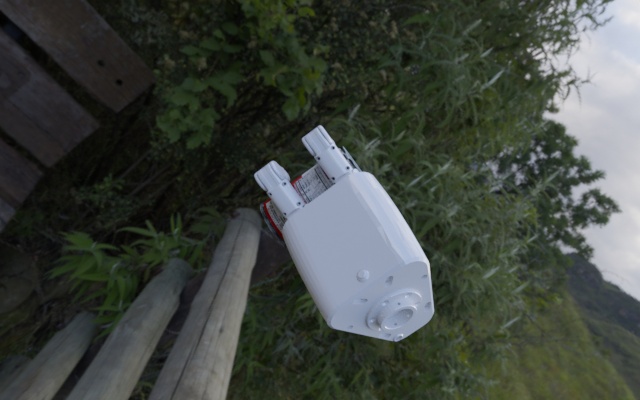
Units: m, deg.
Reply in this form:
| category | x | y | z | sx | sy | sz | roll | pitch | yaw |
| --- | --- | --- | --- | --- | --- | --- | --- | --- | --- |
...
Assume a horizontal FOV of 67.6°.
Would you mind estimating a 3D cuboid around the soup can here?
| category | x | y | z | sx | sy | sz | roll | pitch | yaw |
| --- | --- | --- | --- | --- | --- | --- | --- | --- | --- |
| soup can | 0.000 | 0.001 | 0.479 | 0.102 | 0.068 | 0.068 | -36 | -5 | 7 |
